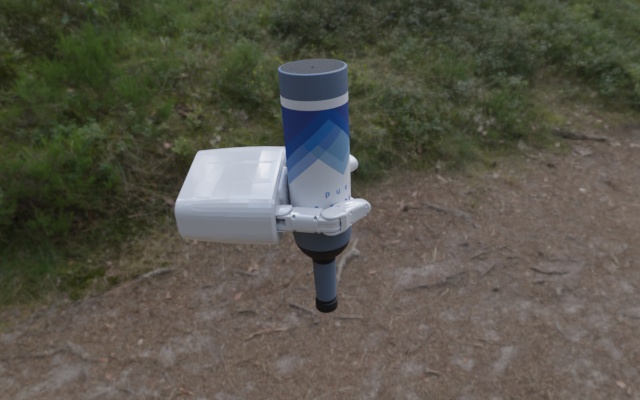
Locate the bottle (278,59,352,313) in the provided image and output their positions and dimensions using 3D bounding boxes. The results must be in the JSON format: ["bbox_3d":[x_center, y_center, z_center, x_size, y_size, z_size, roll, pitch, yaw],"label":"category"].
[{"bbox_3d":[0.000,0.001,0.524,0.069,0.296,0.069,-3,28,1],"label":"bottle"}]
